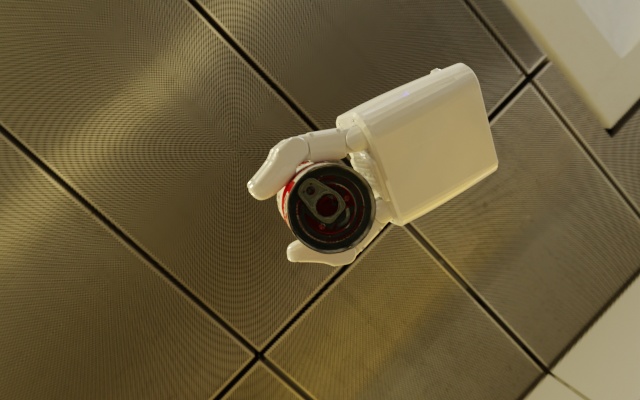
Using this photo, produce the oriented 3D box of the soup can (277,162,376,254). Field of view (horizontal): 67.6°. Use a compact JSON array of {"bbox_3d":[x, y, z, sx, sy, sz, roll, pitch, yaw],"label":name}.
[{"bbox_3d":[0.000,0.002,0.403,0.068,0.068,0.102,0,6,-10],"label":"soup can"}]
